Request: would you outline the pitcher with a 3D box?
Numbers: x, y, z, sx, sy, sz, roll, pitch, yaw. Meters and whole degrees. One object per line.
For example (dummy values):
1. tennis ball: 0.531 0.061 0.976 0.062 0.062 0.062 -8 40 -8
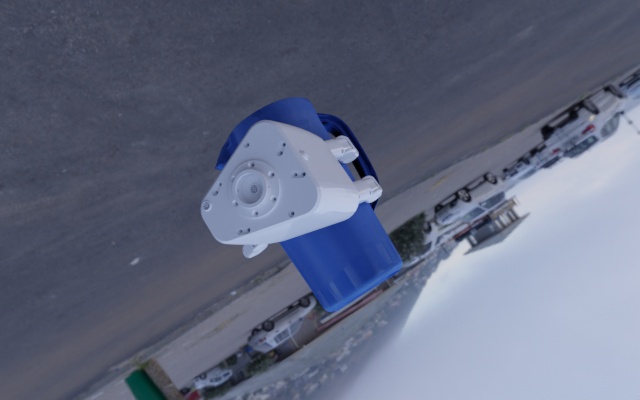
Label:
1. pitcher: 0.000 0.002 0.587 0.149 0.242 0.145 -36 -13 13
